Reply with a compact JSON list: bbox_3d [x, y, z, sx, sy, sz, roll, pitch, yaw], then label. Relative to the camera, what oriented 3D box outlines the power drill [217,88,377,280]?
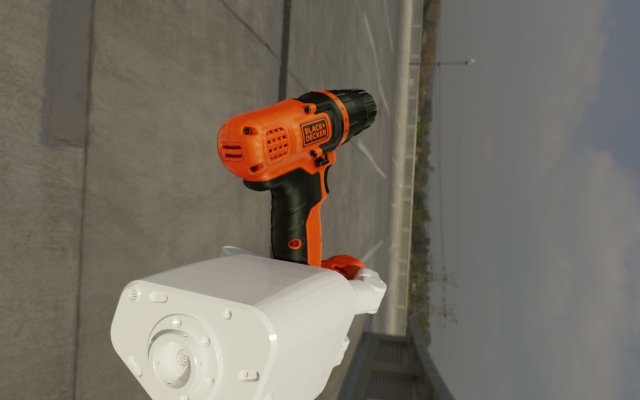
[{"bbox_3d":[0.000,0.002,0.415,0.057,0.188,0.184,4,21,38],"label":"power drill"}]
